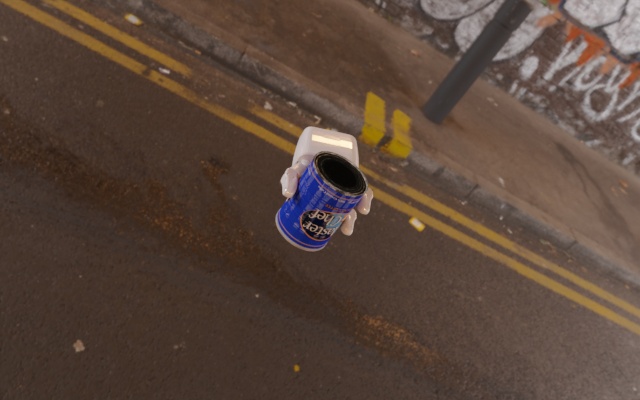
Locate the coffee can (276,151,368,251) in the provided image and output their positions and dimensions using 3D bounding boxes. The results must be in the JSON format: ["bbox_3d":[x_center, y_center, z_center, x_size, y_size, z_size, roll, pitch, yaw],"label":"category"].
[{"bbox_3d":[0.000,0.003,0.804,0.103,0.102,0.140,0,-43,-41],"label":"coffee can"}]
